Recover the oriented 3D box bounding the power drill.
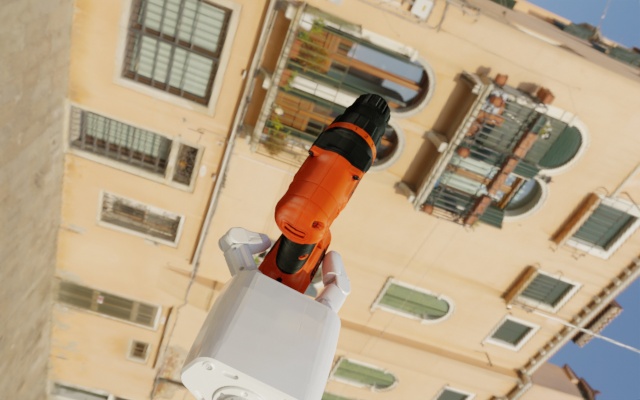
[{"bbox_3d":[0.000,0.002,0.471,0.057,0.184,0.188,29,-39,7],"label":"power drill"}]
